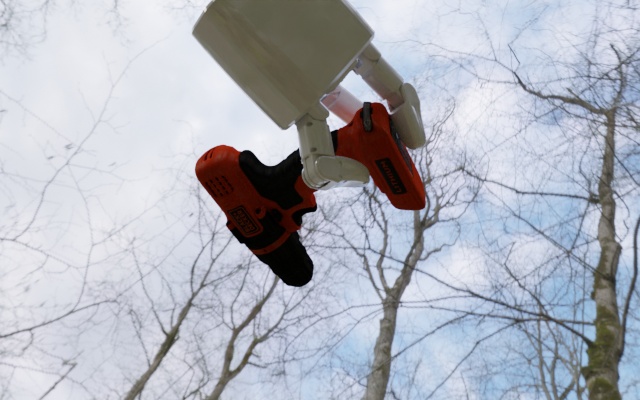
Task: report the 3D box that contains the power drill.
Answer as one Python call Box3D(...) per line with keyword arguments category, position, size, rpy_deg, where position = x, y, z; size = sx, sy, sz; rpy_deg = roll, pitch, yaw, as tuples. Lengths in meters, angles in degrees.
Box3D(category="power drill", position=(0.000, 0.001, 0.459), size=(0.188, 0.184, 0.057), rpy_deg=(-22, 35, 18))
